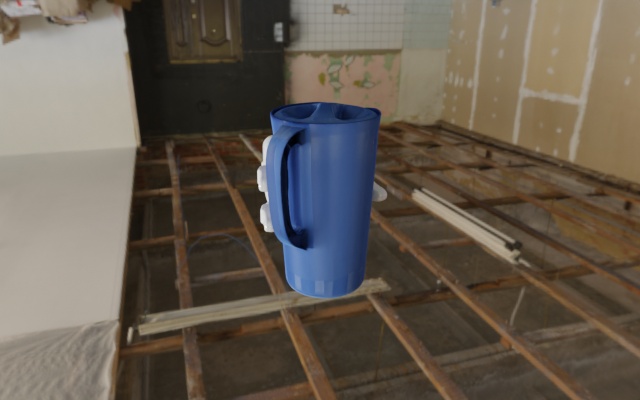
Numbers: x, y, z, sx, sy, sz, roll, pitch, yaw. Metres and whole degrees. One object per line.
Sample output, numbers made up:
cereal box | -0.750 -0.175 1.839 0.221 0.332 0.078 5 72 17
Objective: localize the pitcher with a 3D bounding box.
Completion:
pitcher | 0.000 0.002 0.609 0.149 0.243 0.145 -5 22 -12
